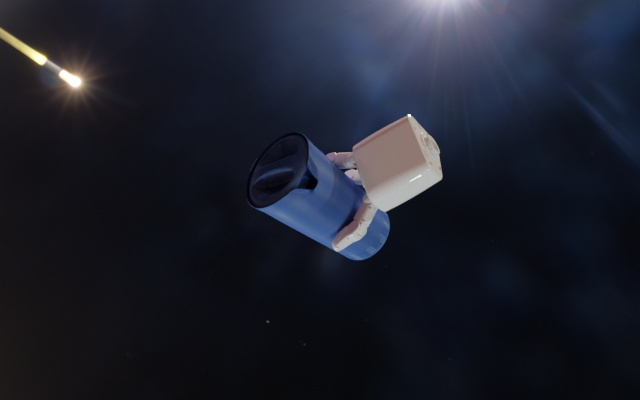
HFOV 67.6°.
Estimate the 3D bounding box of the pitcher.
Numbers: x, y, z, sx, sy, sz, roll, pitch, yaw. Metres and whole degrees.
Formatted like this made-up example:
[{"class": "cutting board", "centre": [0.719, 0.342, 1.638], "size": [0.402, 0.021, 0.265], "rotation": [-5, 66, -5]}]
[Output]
[{"class": "pitcher", "centre": [0.000, 0.003, 0.795], "size": [0.145, 0.149, 0.243], "rotation": [-32, -47, 26]}]
